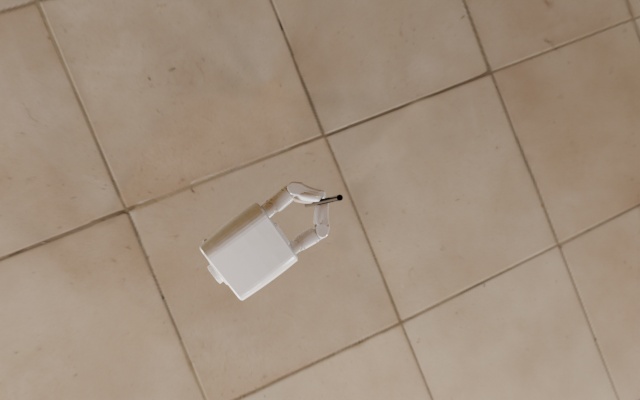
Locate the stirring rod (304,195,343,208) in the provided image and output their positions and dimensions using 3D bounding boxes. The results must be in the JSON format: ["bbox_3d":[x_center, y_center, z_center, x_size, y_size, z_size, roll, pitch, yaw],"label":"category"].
[{"bbox_3d":[0.000,0.002,0.724,0.011,0.011,0.239,0,-3,-12],"label":"stirring rod"}]
